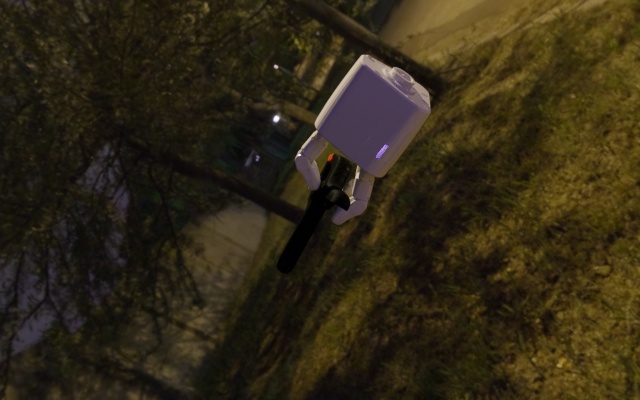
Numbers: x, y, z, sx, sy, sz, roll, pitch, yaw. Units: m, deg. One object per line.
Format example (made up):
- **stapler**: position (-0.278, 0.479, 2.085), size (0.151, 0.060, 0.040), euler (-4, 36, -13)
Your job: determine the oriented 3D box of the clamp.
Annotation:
- **clamp**: position (0.000, 0.001, 0.694), size (0.036, 0.165, 0.209), euler (33, 31, -11)
